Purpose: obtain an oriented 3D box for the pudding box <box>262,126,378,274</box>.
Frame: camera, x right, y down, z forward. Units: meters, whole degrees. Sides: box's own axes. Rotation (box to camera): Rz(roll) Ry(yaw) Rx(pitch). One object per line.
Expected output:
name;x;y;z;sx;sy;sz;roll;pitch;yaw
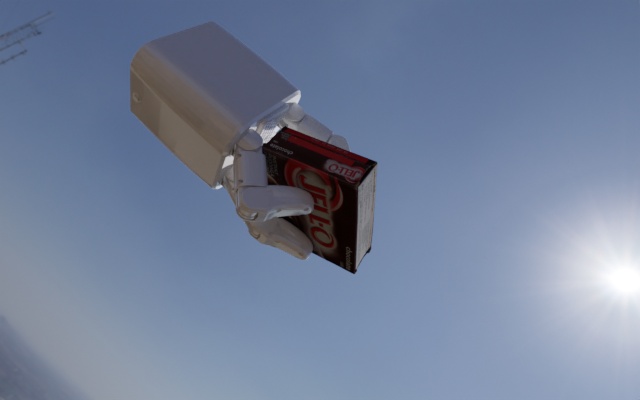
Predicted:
pudding box;0.000;0.001;0.409;0.090;0.114;0.039;25;55;24
